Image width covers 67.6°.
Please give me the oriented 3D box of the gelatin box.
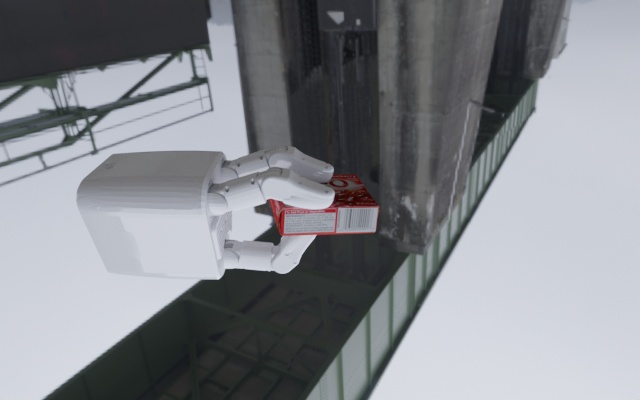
[{"bbox_3d":[0.000,0.002,0.438,0.089,0.030,0.073,-1,25,-13],"label":"gelatin box"}]
